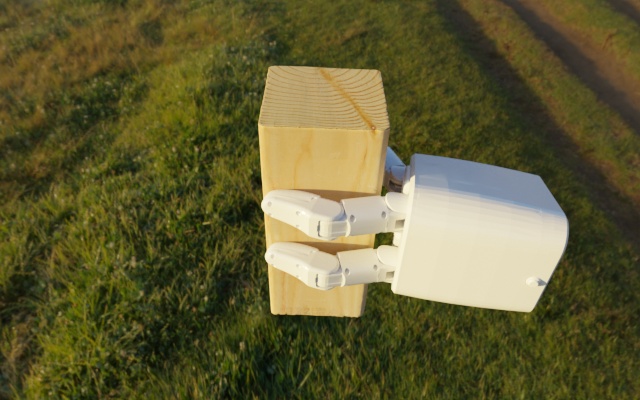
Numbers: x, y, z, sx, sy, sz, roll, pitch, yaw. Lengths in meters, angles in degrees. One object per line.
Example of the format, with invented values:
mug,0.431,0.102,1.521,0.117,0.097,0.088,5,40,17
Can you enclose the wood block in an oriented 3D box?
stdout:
wood block,0.000,0.001,0.411,0.090,0.206,0.090,2,41,0
